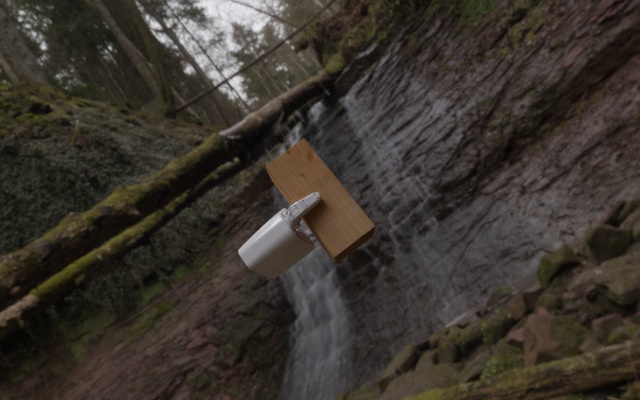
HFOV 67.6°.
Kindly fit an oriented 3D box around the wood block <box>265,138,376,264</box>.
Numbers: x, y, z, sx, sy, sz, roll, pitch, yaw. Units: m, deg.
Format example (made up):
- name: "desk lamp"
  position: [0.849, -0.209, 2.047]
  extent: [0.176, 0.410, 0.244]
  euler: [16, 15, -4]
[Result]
- name: "wood block"
  position: [0.000, 0.003, 0.869]
  extent: [0.090, 0.206, 0.091]
  euler: [-37, -14, -7]
